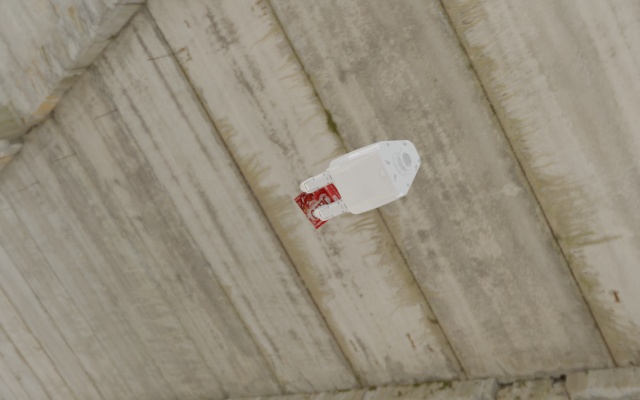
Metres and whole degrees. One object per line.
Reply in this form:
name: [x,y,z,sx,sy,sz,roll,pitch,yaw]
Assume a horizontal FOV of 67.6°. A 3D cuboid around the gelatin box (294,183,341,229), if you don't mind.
gelatin box: [0.000,0.003,0.889,0.030,0.073,0.089,-36,-3,-42]
